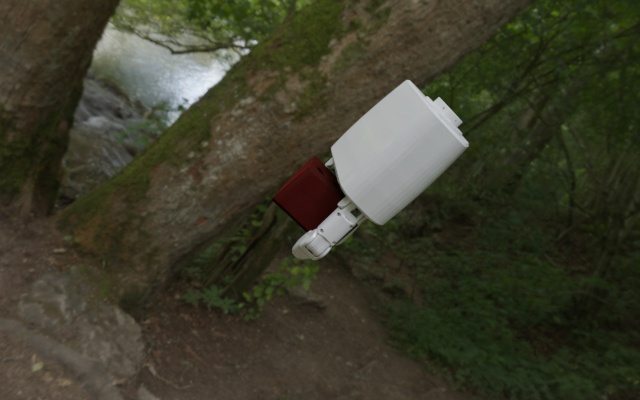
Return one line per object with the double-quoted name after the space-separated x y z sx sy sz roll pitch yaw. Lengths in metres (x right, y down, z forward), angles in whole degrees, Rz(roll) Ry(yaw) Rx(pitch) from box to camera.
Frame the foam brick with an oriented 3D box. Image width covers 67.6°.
0.000 0.001 0.489 0.051 0.078 0.053 -43 9 19 "foam brick"
